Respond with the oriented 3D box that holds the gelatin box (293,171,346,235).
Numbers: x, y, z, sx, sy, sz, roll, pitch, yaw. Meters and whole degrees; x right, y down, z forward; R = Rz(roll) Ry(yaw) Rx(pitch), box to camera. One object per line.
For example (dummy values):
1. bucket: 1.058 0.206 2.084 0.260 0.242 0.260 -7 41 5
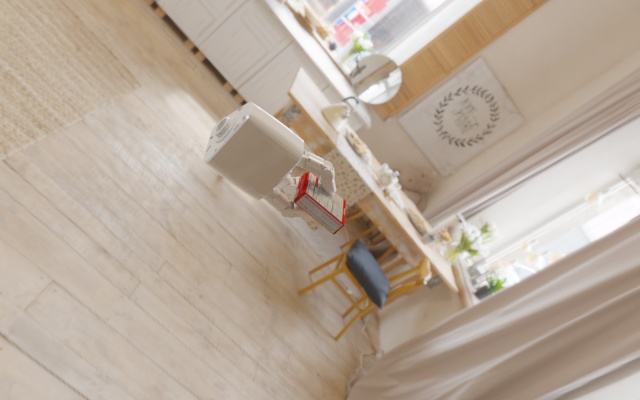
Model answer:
1. gelatin box: 0.001 0.002 0.775 0.089 0.030 0.073 39 27 -18
